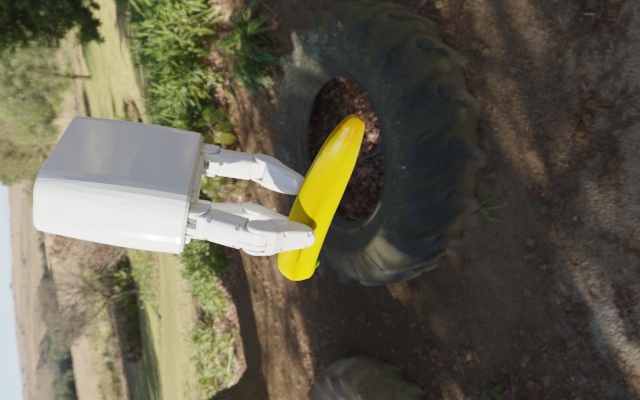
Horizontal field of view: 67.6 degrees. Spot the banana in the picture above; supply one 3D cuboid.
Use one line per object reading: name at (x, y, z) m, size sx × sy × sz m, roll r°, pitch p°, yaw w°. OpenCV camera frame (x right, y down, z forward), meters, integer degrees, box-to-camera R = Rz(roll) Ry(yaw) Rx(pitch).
banana at (-0.007, 0.015, 0.427) m, size 0.037 × 0.198 × 0.069 m, roll 23°, pitch 44°, yaw 5°
